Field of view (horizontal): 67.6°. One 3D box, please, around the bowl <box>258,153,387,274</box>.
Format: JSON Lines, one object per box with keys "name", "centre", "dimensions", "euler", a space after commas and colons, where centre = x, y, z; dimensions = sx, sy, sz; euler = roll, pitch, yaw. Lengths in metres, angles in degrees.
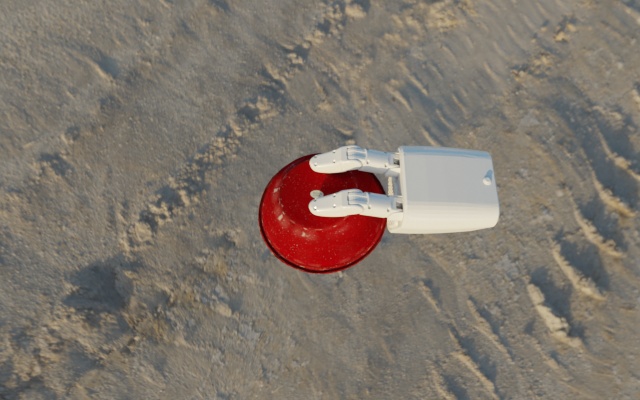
{"name": "bowl", "centre": [-0.001, 0.002, 0.566], "dimensions": [0.162, 0.162, 0.055], "euler": [0, -24, 6]}
